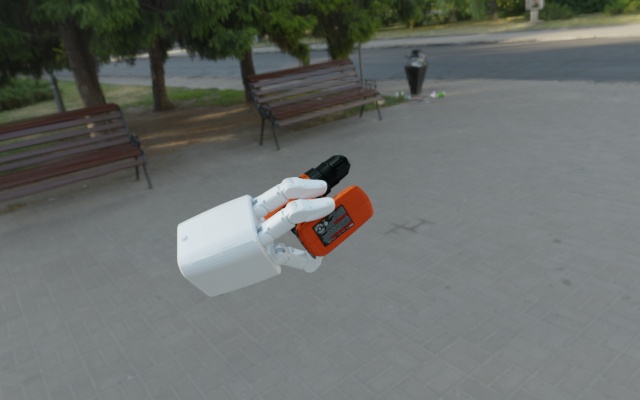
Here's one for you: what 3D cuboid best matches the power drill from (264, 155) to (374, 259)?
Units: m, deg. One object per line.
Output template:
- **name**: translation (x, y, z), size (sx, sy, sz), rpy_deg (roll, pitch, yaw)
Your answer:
- **power drill**: translation (0.000, 0.002, 0.699), size (0.184, 0.057, 0.187), rpy_deg (-40, 21, -11)
